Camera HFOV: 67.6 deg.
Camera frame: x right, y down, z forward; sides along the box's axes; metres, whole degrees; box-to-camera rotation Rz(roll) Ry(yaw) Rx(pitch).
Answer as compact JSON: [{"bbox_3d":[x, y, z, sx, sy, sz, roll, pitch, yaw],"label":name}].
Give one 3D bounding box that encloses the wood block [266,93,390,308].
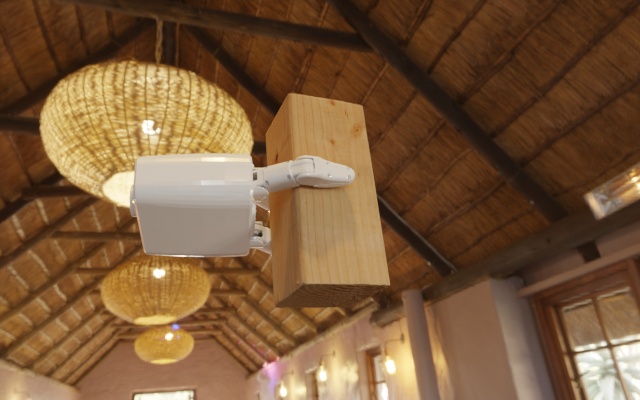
[{"bbox_3d":[0.000,0.001,0.507,0.090,0.206,0.091,5,-26,-23],"label":"wood block"}]
